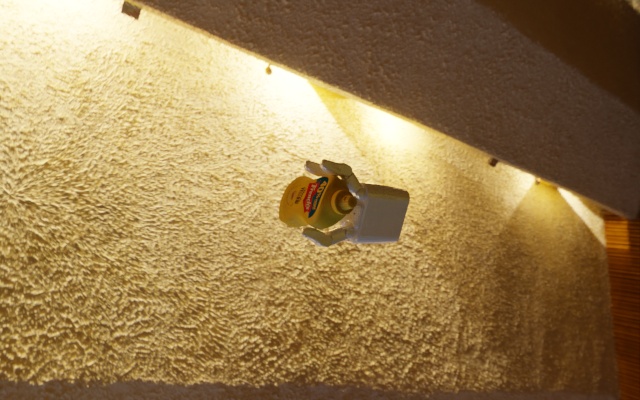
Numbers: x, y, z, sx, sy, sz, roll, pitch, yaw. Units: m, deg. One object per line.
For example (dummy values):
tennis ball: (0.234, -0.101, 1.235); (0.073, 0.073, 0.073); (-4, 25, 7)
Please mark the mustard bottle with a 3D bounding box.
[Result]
mustard bottle: (0.000, 0.003, 0.837); (0.058, 0.096, 0.191); (33, -17, -29)
